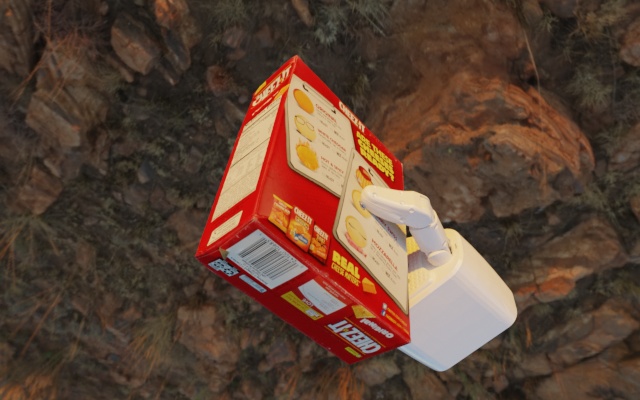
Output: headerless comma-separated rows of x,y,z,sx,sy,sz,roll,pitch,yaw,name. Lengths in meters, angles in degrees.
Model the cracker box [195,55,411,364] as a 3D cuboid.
0.000,0.001,0.406,0.072,0.213,0.164,-31,-58,30,cracker box
